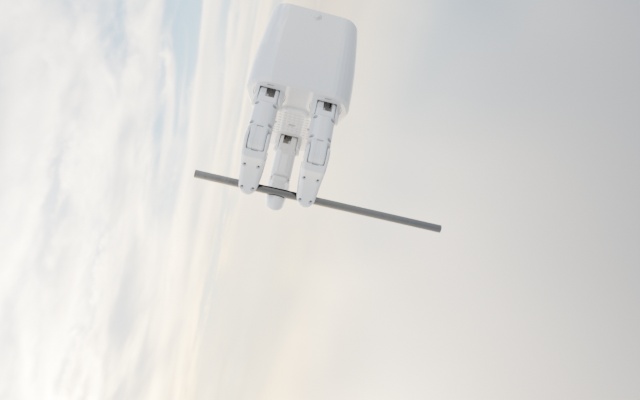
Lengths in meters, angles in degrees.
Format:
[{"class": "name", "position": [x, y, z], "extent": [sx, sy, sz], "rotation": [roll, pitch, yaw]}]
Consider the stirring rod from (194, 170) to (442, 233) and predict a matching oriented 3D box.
[{"class": "stirring rod", "position": [0.000, 0.001, 0.455], "extent": [0.239, 0.011, 0.011], "rotation": [13, -1, -6]}]
